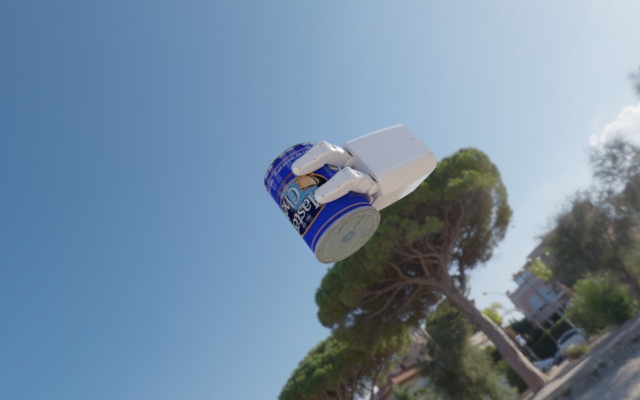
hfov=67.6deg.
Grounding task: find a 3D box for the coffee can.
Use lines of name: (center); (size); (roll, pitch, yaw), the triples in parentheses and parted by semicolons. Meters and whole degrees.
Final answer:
coffee can: (0.000, 0.002, 0.662); (0.103, 0.103, 0.140); (0, 42, -48)
